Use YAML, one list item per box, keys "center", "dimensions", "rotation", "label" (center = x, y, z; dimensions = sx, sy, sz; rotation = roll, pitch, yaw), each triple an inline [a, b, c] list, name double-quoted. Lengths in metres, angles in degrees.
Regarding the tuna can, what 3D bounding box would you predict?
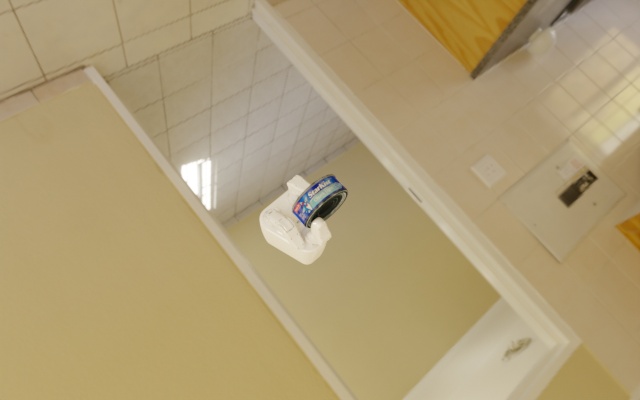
- center: [0.000, 0.003, 0.718]
  dimensions: [0.086, 0.033, 0.086]
  rotation: [-38, -17, -14]
  label: "tuna can"
